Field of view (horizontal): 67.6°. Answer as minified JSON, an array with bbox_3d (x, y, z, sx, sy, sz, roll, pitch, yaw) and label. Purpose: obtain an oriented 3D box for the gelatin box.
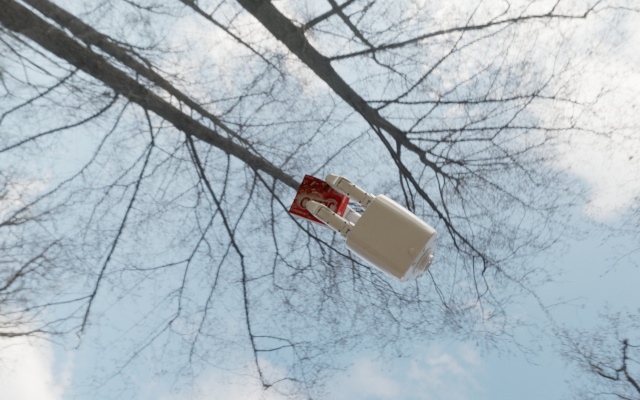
[{"bbox_3d":[0.000,0.003,0.801,0.089,0.073,0.030,19,-10,29],"label":"gelatin box"}]
